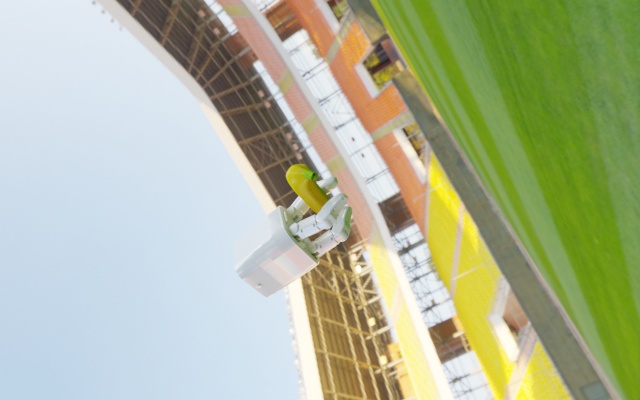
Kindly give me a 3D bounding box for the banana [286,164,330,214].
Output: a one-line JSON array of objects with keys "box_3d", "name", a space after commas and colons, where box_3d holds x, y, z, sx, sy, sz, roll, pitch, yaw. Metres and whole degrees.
[{"box_3d": [-0.012, -0.011, 0.747, 0.069, 0.037, 0.198, 46, -3, 25], "name": "banana"}]
